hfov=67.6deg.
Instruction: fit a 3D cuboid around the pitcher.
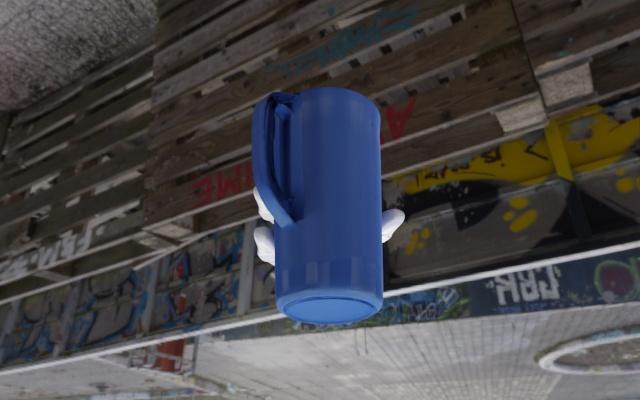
[{"bbox_3d":[0.000,0.002,0.524,0.149,0.242,0.145,1,-29,-3],"label":"pitcher"}]
